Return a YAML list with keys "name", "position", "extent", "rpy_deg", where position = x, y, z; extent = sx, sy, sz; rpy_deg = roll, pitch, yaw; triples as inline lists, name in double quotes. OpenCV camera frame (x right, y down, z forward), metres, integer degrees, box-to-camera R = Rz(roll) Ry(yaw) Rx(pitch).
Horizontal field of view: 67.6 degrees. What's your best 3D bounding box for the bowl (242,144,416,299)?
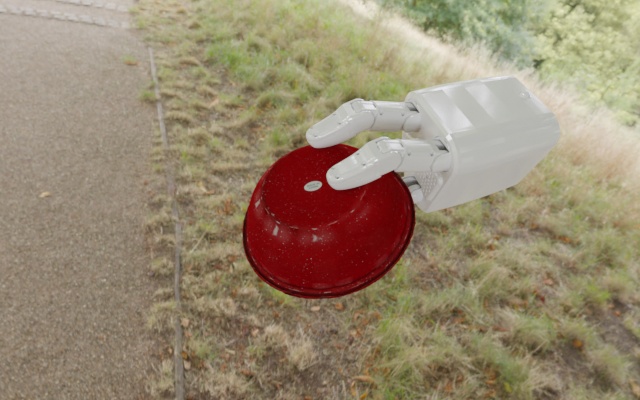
- name: "bowl"
  position: [-0.001, 0.002, 0.418]
  extent: [0.162, 0.162, 0.055]
  rpy_deg: [0, -36, 15]
